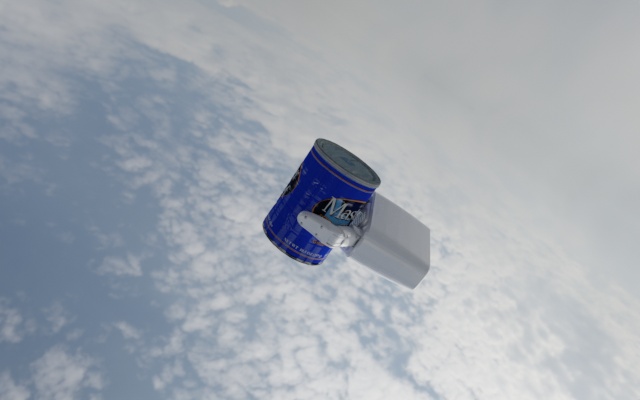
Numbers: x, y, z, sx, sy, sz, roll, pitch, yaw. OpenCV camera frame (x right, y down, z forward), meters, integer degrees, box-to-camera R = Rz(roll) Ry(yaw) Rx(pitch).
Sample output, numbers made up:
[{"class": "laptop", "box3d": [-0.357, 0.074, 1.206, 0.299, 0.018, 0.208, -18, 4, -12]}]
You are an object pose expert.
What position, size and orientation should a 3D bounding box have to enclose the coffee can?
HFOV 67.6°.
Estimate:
[{"class": "coffee can", "box3d": [0.000, 0.002, 0.646, 0.103, 0.140, 0.102, 31, 19, -12]}]
